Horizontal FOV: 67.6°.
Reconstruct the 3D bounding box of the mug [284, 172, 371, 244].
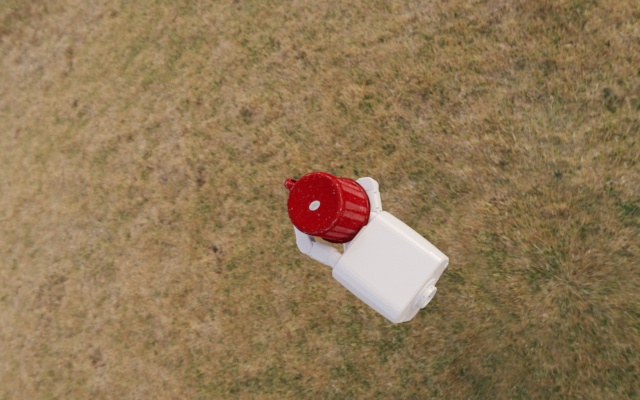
[{"bbox_3d":[-0.001,0.001,0.632,0.117,0.093,0.081,36,8,26],"label":"mug"}]
